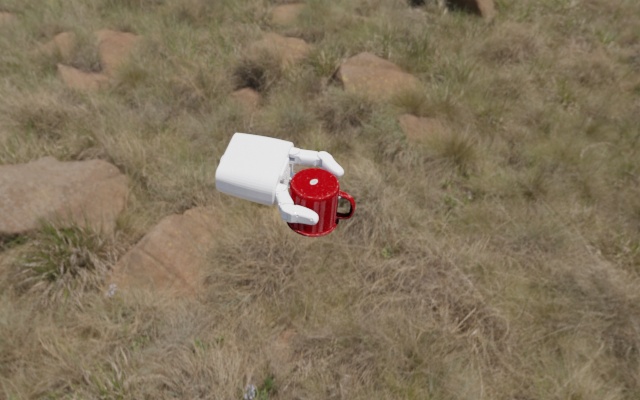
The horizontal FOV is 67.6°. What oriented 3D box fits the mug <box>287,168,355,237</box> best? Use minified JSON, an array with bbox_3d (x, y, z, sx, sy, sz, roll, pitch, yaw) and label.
[{"bbox_3d":[0.002,0.003,0.796,0.117,0.082,0.093,11,43,7],"label":"mug"}]
